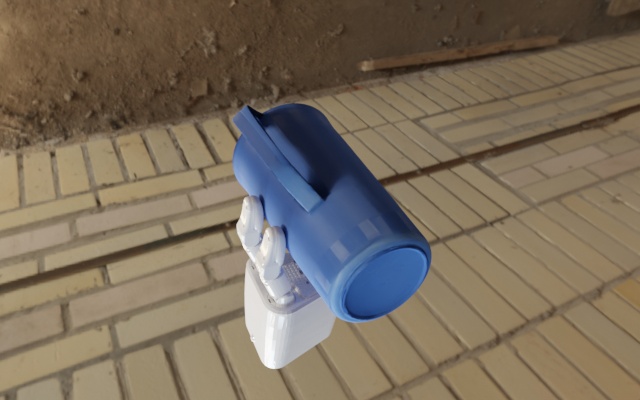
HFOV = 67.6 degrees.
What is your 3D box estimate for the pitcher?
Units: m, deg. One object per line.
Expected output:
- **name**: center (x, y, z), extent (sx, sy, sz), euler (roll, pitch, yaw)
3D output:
- **pitcher**: center (0.000, 0.002, 0.501), extent (0.149, 0.145, 0.242), euler (-8, 38, -27)
